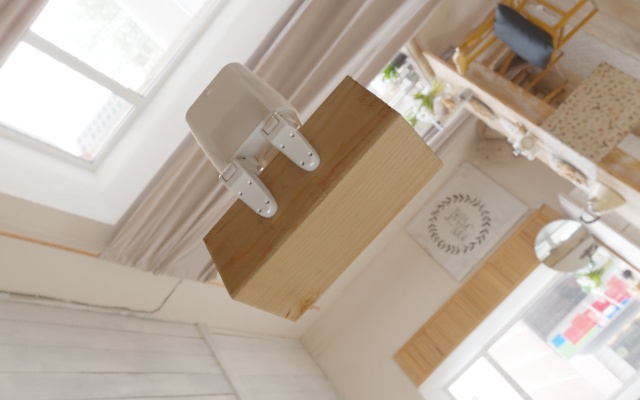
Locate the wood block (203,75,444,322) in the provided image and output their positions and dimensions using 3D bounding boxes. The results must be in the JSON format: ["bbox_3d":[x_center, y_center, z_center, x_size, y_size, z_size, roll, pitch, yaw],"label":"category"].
[{"bbox_3d":[0.000,0.001,0.447,0.091,0.206,0.090,34,11,-45],"label":"wood block"}]
